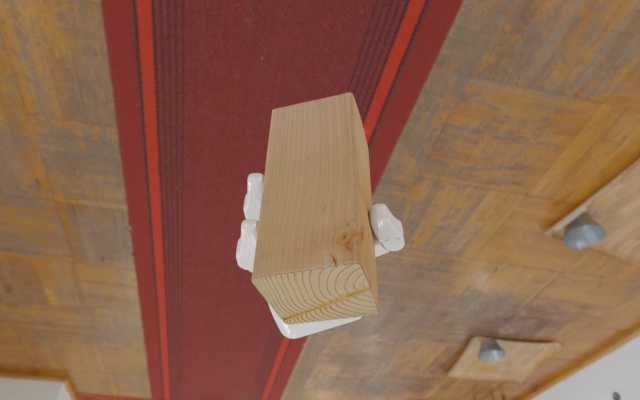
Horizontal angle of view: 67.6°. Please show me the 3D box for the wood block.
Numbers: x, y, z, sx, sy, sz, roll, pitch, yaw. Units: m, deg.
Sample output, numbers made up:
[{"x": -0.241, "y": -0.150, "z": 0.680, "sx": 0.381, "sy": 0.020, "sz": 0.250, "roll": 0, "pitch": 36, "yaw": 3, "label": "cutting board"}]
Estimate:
[{"x": 0.000, "y": 0.002, "z": 0.463, "sx": 0.091, "sy": 0.206, "sz": 0.090, "roll": -9, "pitch": -41, "yaw": 12, "label": "wood block"}]
